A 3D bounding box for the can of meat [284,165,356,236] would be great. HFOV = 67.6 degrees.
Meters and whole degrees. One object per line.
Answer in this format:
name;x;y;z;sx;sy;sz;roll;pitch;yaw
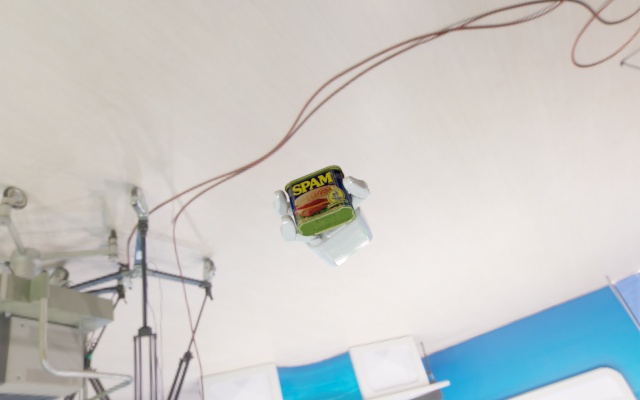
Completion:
can of meat;0.000;0.003;0.780;0.102;0.084;0.057;-21;-32;7
